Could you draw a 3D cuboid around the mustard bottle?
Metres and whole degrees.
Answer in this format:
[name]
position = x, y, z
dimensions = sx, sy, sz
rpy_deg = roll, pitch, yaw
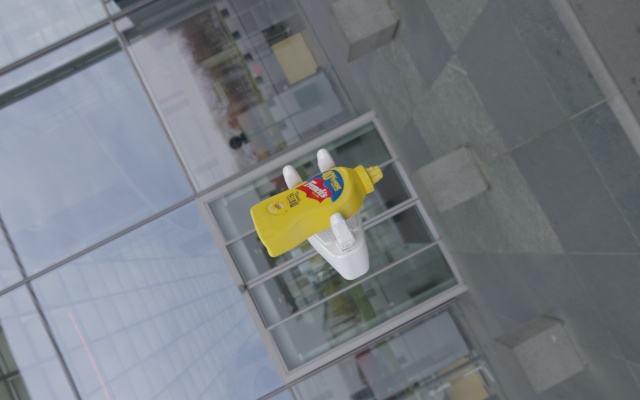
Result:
[mustard bottle]
position = 0.000, 0.002, 0.675
dimensions = 0.191, 0.058, 0.096
rpy_deg = -27, 34, -2
